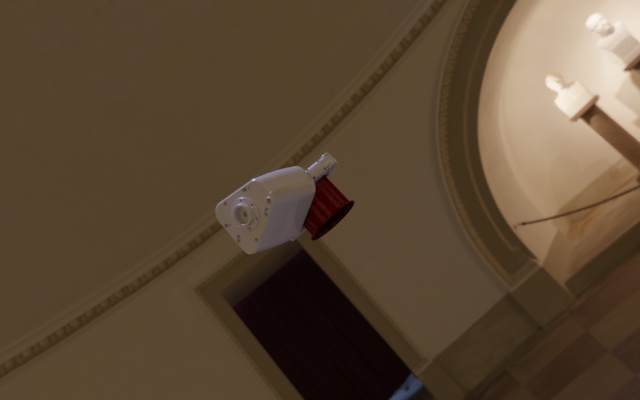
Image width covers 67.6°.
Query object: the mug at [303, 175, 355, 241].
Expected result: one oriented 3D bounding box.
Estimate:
[{"bbox_3d":[0.001,0.002,0.789,0.093,0.081,0.117,-50,-14,27],"label":"mug"}]
